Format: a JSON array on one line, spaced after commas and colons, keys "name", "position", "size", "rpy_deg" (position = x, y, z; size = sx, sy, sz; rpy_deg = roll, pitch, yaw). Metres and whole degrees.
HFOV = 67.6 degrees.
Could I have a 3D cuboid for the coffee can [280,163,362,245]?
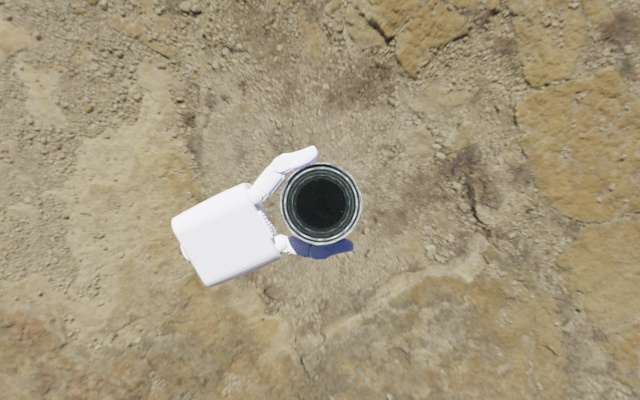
[{"name": "coffee can", "position": [0.000, 0.002, 0.655], "size": [0.103, 0.103, 0.140], "rpy_deg": [0, 2, 0]}]
